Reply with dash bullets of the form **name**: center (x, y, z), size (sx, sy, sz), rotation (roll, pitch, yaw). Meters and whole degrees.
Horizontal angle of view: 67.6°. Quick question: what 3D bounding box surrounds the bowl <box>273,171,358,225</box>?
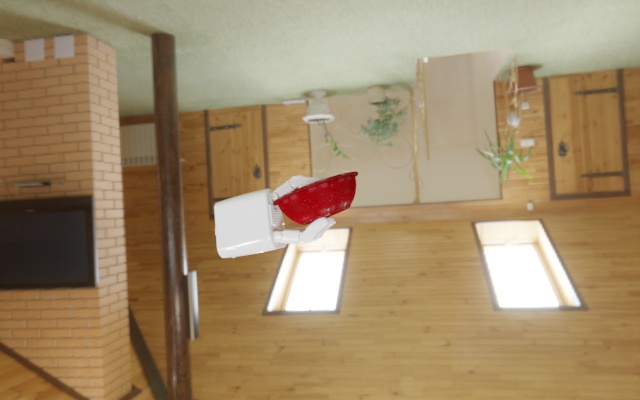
- **bowl**: center (0.001, 0.003, 0.842), size (0.162, 0.055, 0.162), rotation (-20, -6, -2)
